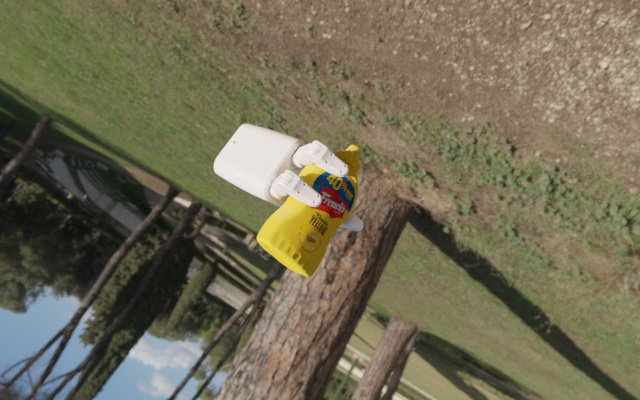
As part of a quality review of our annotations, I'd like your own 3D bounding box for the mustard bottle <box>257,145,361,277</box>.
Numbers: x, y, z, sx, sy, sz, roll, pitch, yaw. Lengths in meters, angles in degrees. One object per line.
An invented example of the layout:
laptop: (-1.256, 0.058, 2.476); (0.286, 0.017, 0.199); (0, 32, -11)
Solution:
mustard bottle: (0.000, 0.002, 0.656); (0.058, 0.191, 0.096); (11, -28, 51)
